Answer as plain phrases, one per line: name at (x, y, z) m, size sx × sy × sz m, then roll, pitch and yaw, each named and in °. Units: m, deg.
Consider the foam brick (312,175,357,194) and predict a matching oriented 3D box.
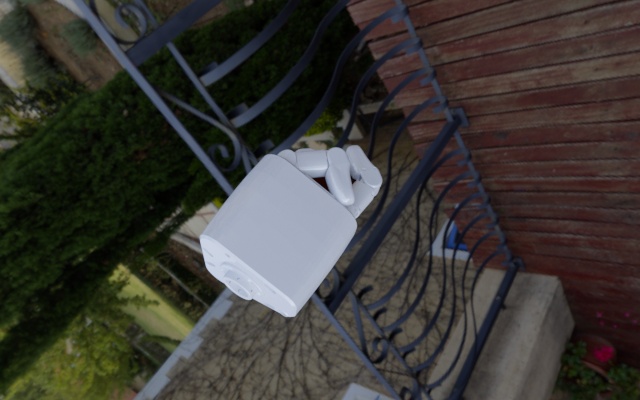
foam brick at (0.000, 0.002, 0.528) m, size 0.053 × 0.051 × 0.078 m, roll 30°, pitch -30°, yaw 11°
